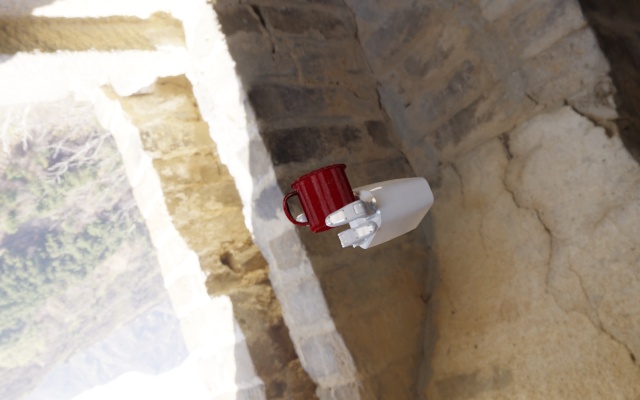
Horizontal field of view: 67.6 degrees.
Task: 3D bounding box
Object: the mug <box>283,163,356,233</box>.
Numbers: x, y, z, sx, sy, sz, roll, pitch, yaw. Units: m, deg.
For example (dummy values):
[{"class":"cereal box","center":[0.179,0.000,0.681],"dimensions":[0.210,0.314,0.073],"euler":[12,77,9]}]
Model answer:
[{"class":"mug","center":[-0.001,0.003,0.731],"dimensions":[0.117,0.081,0.093],"euler":[-17,-10,-20]}]
